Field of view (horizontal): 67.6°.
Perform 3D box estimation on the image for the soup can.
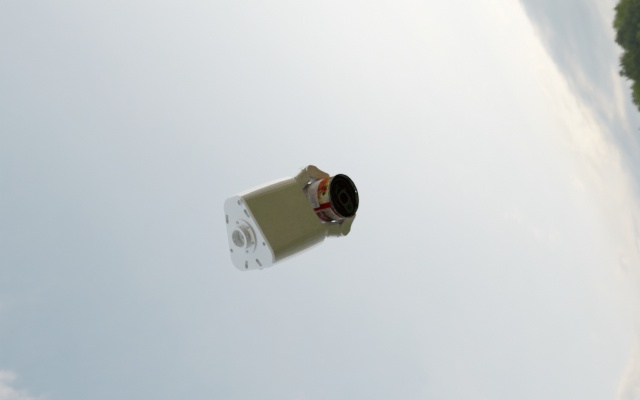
[{"bbox_3d":[0.000,0.002,0.744,0.102,0.068,0.068,-15,-10,42],"label":"soup can"}]
